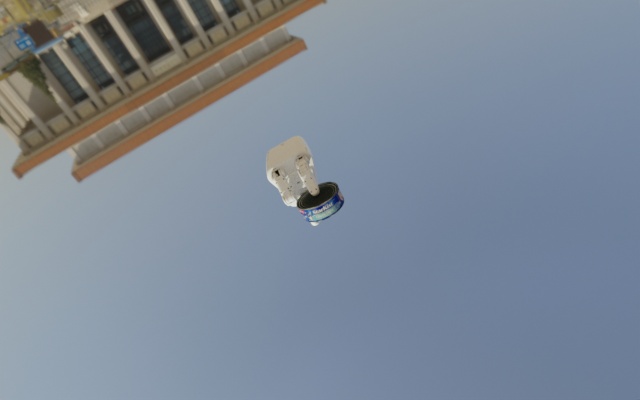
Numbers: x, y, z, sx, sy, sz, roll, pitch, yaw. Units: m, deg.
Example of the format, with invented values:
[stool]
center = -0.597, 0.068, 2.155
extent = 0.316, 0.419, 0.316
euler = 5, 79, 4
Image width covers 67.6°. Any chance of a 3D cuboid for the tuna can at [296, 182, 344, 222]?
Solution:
[tuna can]
center = 0.000, 0.003, 0.890
extent = 0.086, 0.034, 0.086
euler = -22, 26, 11
